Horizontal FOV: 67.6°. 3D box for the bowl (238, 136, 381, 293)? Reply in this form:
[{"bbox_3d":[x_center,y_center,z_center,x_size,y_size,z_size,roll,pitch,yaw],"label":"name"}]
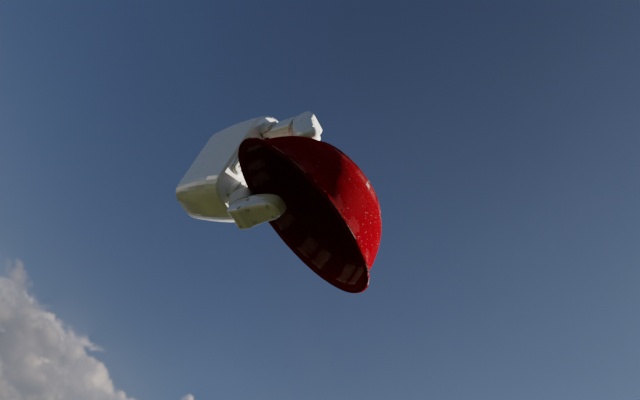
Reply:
[{"bbox_3d":[0.001,0.001,0.414,0.055,0.162,0.162,-39,16,-21],"label":"bowl"}]
